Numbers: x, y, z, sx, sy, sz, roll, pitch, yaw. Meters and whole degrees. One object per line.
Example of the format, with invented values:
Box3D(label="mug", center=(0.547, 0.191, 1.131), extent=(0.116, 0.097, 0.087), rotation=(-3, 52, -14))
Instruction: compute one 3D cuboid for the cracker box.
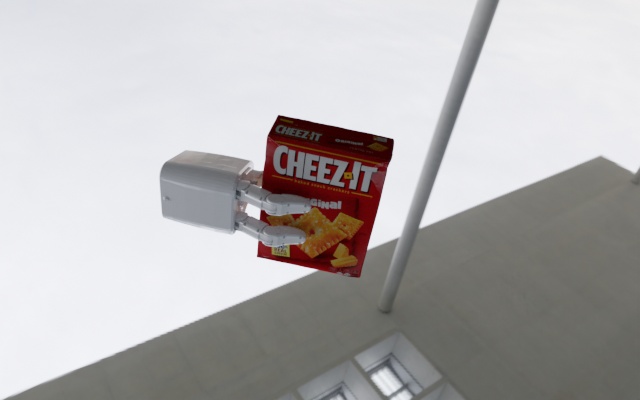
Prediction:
Box3D(label="cracker box", center=(0.000, 0.002, 0.681), extent=(0.164, 0.214, 0.072), rotation=(12, 36, 3))
